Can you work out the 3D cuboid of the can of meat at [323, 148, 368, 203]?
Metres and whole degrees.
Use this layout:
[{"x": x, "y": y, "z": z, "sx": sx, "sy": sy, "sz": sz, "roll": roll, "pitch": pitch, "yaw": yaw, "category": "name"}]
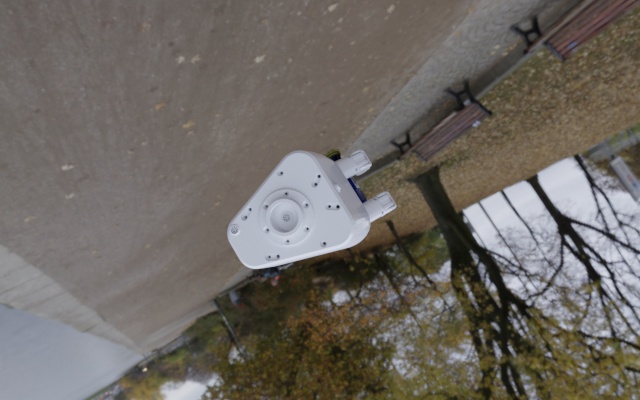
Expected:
[{"x": 0.000, "y": 0.002, "z": 0.561, "sx": 0.102, "sy": 0.084, "sz": 0.057, "roll": -32, "pitch": -7, "yaw": 6, "category": "can of meat"}]
